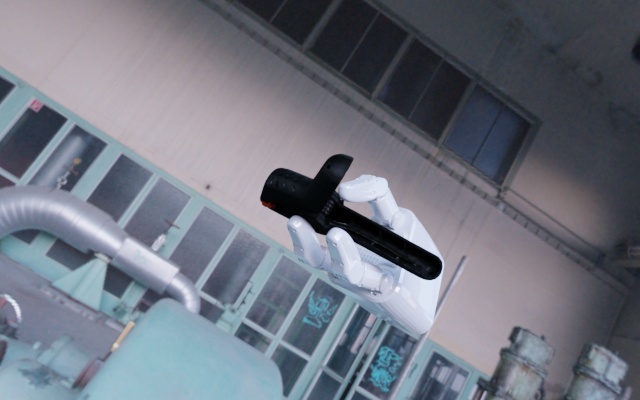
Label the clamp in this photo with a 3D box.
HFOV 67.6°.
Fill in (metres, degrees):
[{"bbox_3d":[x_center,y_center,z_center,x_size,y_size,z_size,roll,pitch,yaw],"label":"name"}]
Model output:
[{"bbox_3d":[0.000,0.001,0.456,0.210,0.036,0.165,17,-24,45],"label":"clamp"}]
